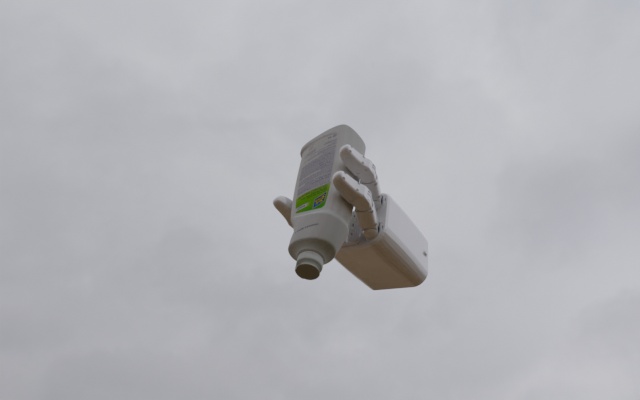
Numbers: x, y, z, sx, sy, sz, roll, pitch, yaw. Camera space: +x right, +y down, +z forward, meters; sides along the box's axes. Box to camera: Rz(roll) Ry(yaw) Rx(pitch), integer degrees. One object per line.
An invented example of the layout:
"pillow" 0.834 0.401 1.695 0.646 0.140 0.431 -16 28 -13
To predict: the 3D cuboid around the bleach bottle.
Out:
"bleach bottle" 0.000 0.002 0.635 0.102 0.250 0.068 -29 -60 32
